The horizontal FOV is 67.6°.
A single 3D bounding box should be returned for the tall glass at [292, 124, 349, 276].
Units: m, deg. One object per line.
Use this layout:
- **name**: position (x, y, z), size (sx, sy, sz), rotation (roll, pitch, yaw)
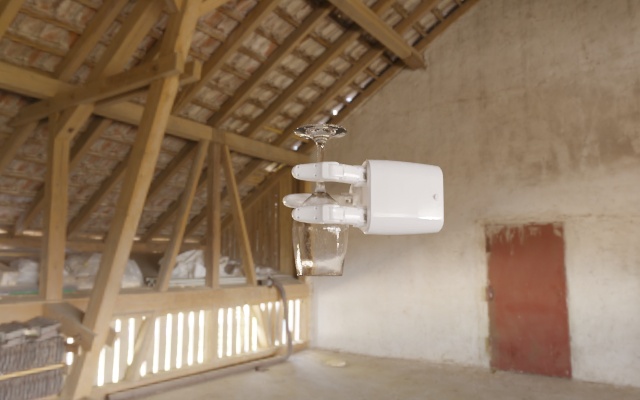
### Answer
- **tall glass**: position (0.000, 0.001, 0.654), size (0.079, 0.201, 0.079), rotation (1, -7, 0)
